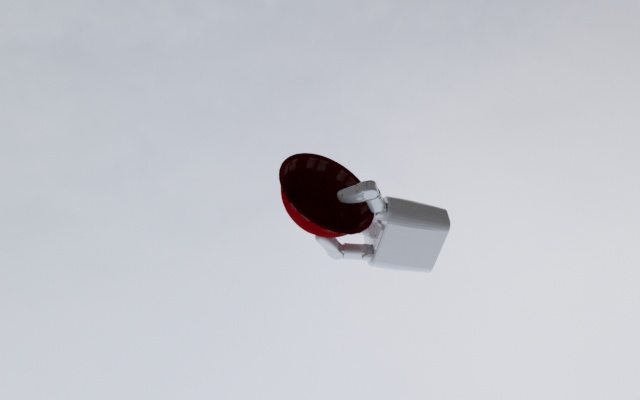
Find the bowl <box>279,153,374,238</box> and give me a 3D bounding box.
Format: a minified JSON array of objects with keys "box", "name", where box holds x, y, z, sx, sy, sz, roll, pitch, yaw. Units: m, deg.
[{"box":[-0.001,0.002,0.731,0.162,0.162,0.055,0,-40,-37],"name":"bowl"}]
